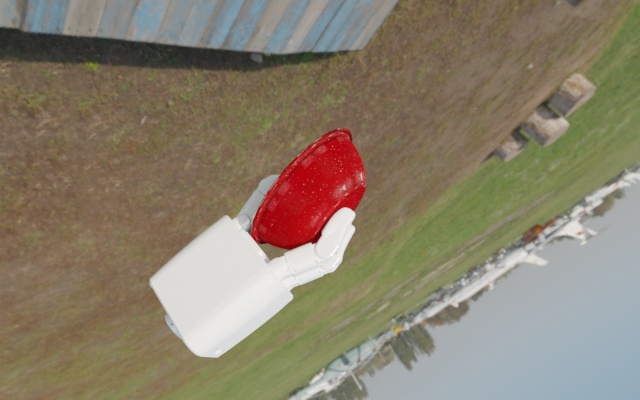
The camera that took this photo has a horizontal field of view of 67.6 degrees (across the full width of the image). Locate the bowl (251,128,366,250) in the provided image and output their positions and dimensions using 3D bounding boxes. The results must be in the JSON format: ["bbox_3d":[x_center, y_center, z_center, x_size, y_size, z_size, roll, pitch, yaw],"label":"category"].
[{"bbox_3d":[0.001,0.001,0.524,0.055,0.162,0.162,40,12,15],"label":"bowl"}]
